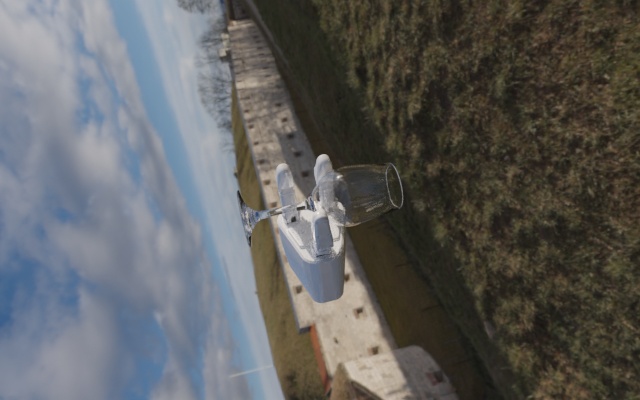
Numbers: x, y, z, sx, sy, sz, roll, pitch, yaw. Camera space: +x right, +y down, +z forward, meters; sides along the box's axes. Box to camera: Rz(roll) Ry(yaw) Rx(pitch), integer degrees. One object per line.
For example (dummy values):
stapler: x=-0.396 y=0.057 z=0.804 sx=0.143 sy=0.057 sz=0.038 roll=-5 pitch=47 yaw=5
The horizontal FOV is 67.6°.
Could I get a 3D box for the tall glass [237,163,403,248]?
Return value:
tall glass: x=-0.001 y=0.002 z=0.610 sx=0.201 sy=0.079 sz=0.079 roll=-13 pitch=1 yaw=-6
